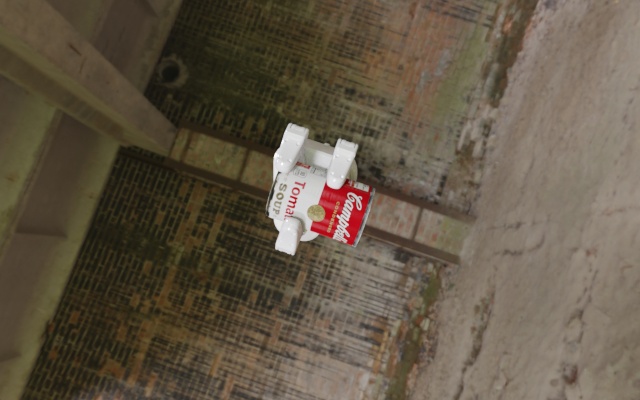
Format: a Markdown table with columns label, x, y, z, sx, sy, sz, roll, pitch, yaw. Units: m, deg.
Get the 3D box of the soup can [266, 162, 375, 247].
| label | x | y | z | sx | sy | sz | roll | pitch | yaw |
| --- | --- | --- | --- | --- | --- | --- | --- | --- | --- |
| soup can | 0.000 | 0.002 | 0.513 | 0.102 | 0.068 | 0.068 | 19 | 0 | 1 |
